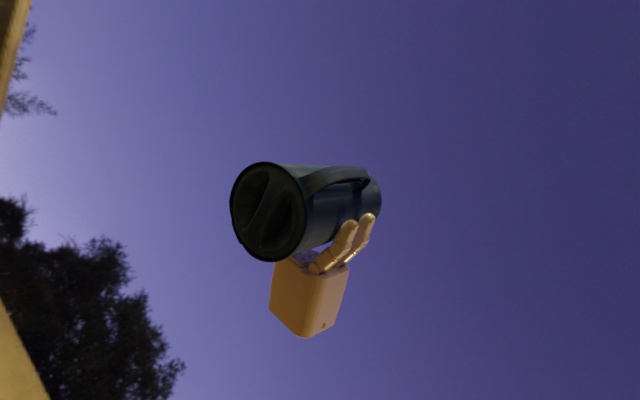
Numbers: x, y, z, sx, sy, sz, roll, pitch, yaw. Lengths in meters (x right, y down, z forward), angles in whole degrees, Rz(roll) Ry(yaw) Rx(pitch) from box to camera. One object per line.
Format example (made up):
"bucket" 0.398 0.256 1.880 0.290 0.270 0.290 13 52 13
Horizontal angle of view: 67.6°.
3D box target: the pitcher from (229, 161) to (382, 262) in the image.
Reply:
"pitcher" 0.000 0.002 0.710 0.149 0.145 0.243 19 15 32
